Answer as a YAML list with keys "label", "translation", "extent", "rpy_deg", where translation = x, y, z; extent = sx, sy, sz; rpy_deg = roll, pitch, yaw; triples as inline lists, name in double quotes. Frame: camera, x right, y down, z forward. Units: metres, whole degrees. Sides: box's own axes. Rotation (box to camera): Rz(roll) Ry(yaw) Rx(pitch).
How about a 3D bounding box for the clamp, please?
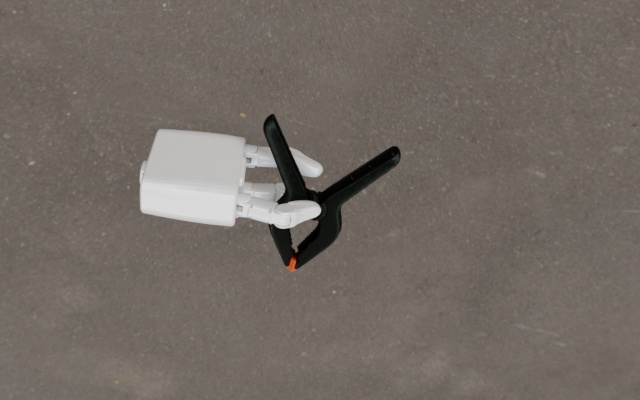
- label: "clamp"
  translation: [0.000, 0.003, 0.594]
  extent: [0.164, 0.210, 0.036]
  rpy_deg: [7, 32, -8]
